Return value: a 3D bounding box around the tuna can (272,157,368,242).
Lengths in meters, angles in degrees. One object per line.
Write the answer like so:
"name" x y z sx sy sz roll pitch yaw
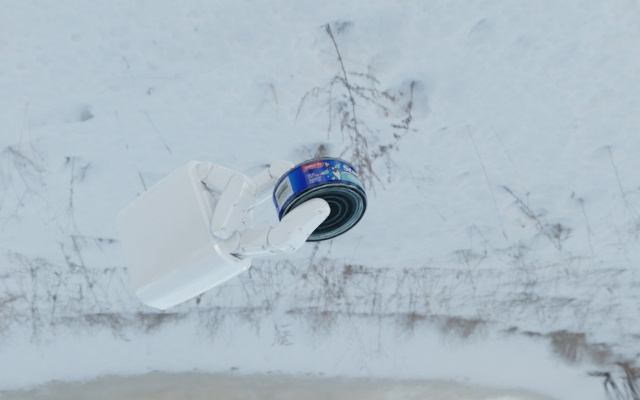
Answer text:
"tuna can" 0.000 0.002 0.448 0.086 0.033 0.086 -12 -39 -10
